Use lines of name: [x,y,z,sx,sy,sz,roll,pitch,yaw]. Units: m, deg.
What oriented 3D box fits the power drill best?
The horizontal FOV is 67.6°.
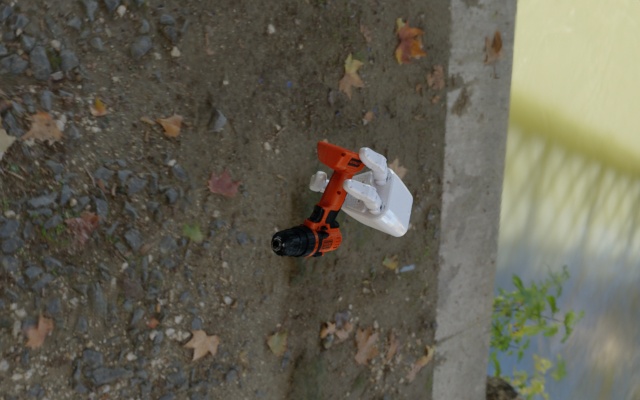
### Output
power drill: [0.000,0.002,0.771,0.057,0.188,0.184,25,11,25]
